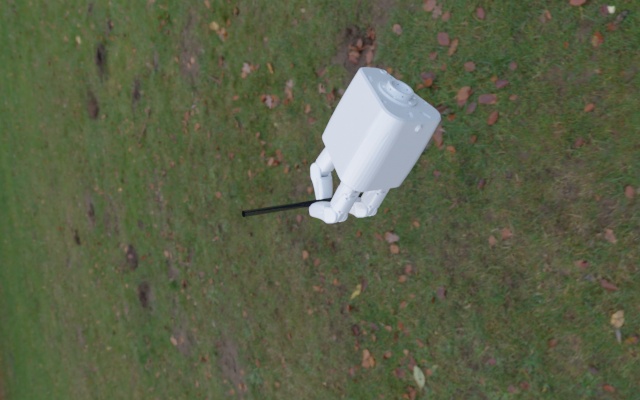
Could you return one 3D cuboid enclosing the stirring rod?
[{"bbox_3d":[0.000,0.002,0.645,0.239,0.011,0.011,-9,5,-39],"label":"stirring rod"}]
